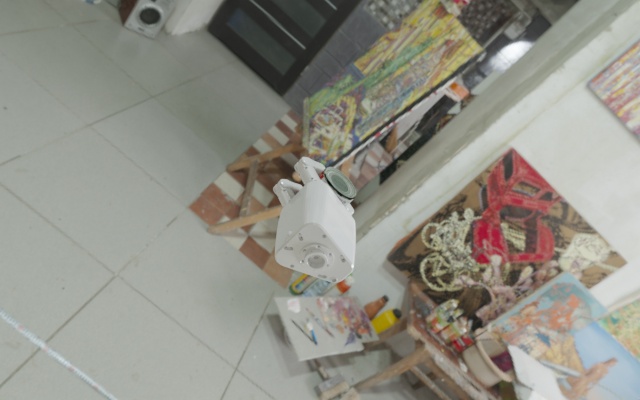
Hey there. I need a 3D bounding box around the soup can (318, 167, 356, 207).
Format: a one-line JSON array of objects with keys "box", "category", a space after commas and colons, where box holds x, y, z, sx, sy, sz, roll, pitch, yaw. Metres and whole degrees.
[{"box": [0.000, 0.002, 0.774, 0.102, 0.068, 0.068, -45, -24, 27], "category": "soup can"}]
